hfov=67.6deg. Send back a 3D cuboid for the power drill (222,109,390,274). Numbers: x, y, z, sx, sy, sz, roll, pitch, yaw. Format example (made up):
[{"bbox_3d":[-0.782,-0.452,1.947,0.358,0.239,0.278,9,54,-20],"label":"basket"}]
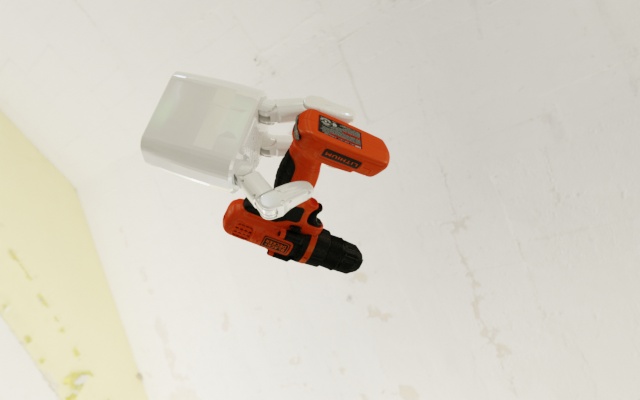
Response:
[{"bbox_3d":[0.000,0.001,0.549,0.184,0.188,0.057,21,35,-18],"label":"power drill"}]
